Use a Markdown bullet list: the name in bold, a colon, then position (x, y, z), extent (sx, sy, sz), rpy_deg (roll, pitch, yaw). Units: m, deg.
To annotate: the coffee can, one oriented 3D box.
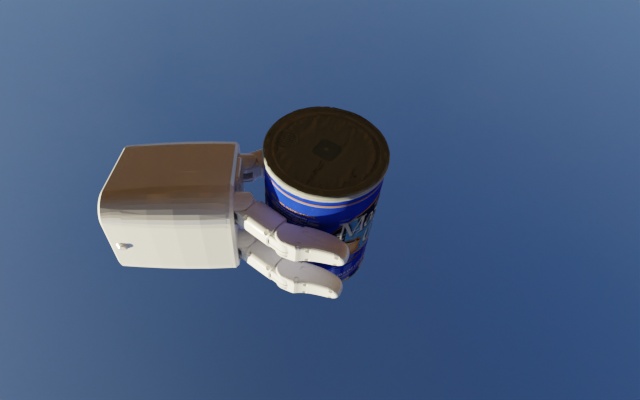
- **coffee can**: position (0.000, 0.001, 0.436), extent (0.103, 0.102, 0.140), rpy_deg (0, -39, -5)
